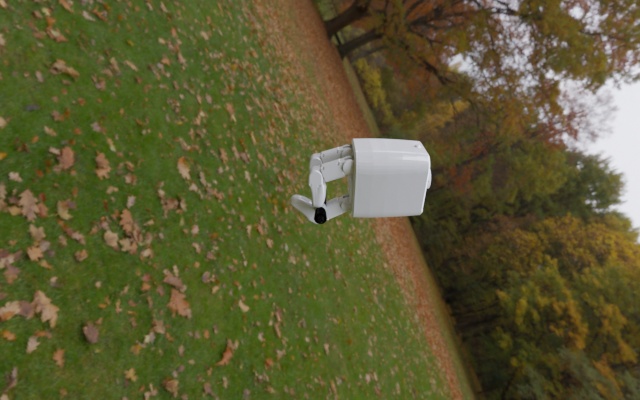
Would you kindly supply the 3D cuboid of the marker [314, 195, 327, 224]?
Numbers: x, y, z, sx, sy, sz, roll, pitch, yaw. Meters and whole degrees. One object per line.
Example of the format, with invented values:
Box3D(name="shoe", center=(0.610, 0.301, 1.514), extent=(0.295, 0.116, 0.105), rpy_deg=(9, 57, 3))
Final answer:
Box3D(name="marker", center=(0.000, 0.002, 0.730), extent=(0.020, 0.020, 0.121), rpy_deg=(0, 25, 0))
